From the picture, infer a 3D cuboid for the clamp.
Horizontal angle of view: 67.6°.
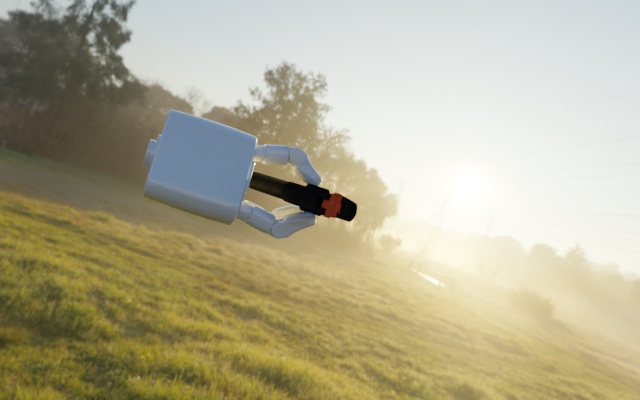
[{"bbox_3d":[0.000,0.001,0.611,0.164,0.036,0.210,18,-1,-20],"label":"clamp"}]
